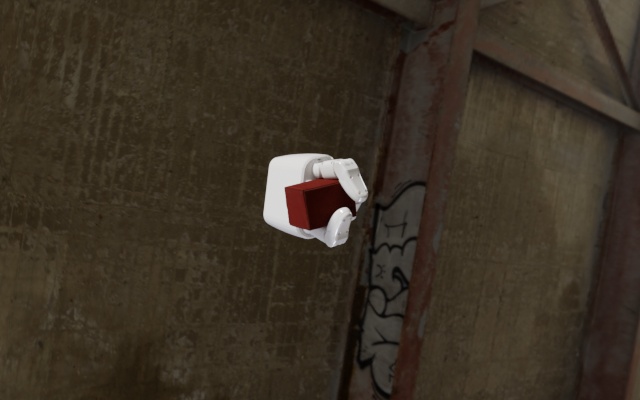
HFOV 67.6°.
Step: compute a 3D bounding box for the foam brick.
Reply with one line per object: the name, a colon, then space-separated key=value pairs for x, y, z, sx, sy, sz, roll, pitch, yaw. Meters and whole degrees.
foam brick: x=0.000 y=0.002 z=0.617 sx=0.078 sy=0.053 sz=0.051 roll=-15 pitch=14 yaw=-33
